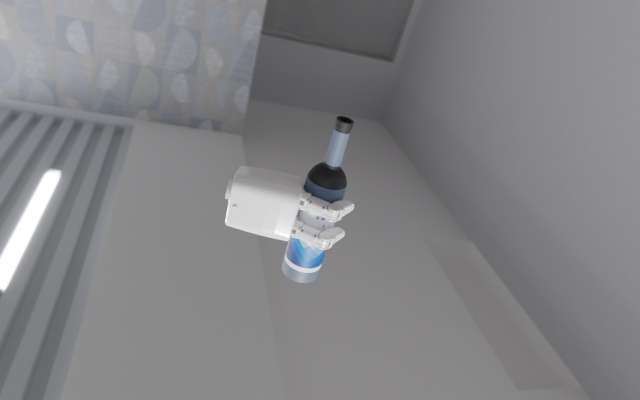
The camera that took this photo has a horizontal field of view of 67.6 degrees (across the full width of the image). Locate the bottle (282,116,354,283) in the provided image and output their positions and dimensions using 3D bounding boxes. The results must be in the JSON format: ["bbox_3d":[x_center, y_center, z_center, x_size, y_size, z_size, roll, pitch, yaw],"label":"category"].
[{"bbox_3d":[0.000,0.003,0.782,0.069,0.296,0.069,13,30,-7],"label":"bottle"}]
